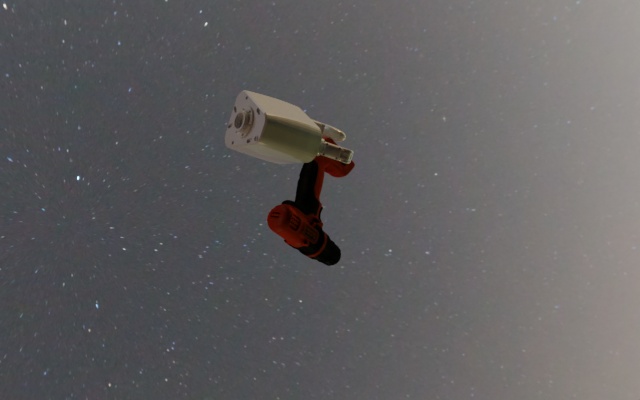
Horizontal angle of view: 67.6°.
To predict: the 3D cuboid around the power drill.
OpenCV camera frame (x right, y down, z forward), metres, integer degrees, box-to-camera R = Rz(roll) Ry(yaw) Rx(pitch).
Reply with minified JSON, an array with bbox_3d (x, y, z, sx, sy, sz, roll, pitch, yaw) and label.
[{"bbox_3d":[0.000,0.002,0.809,0.057,0.187,0.184,2,-25,35],"label":"power drill"}]
